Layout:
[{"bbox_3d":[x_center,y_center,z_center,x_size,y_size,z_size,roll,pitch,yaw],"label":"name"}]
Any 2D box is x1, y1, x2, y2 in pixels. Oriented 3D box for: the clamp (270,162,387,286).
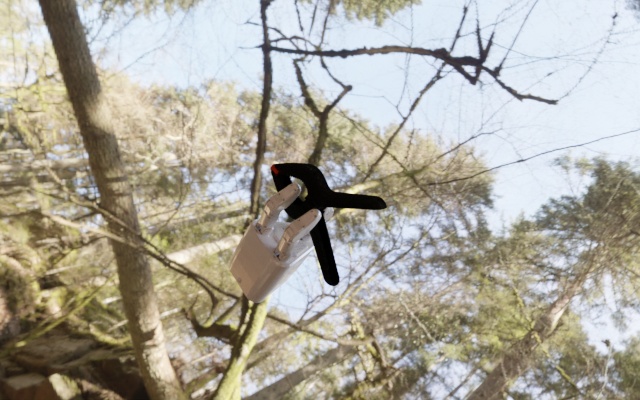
[{"bbox_3d":[0.000,0.002,0.724,0.036,0.210,0.165,-8,-38,-49],"label":"clamp"}]
